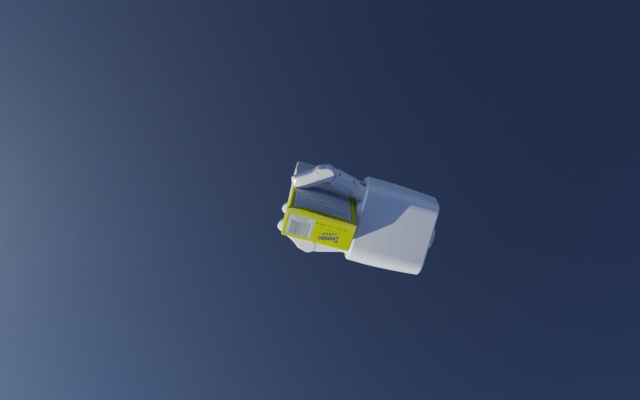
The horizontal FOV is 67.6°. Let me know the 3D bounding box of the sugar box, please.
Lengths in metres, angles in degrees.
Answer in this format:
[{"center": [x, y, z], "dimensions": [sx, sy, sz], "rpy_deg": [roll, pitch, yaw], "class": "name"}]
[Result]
[{"center": [0.000, 0.003, 0.683], "dimensions": [0.093, 0.048, 0.176], "rpy_deg": [16, 21, -5], "class": "sugar box"}]
